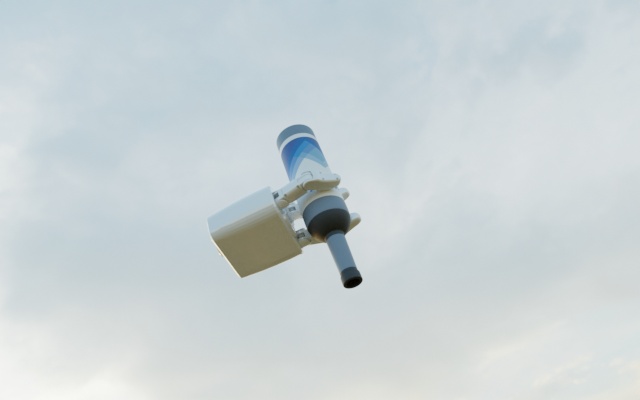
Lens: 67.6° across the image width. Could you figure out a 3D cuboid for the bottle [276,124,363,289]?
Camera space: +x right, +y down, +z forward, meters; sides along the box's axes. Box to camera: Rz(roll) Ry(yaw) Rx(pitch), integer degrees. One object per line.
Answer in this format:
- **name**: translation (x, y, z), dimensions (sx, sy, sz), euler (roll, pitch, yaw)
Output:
- **bottle**: translation (0.000, 0.002, 0.715), dimensions (0.069, 0.295, 0.069), euler (-13, -40, -11)
